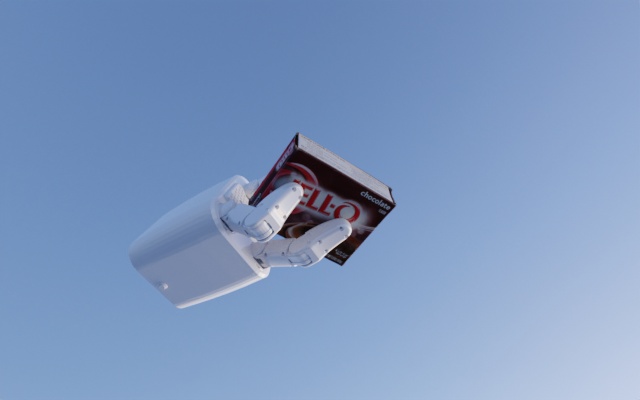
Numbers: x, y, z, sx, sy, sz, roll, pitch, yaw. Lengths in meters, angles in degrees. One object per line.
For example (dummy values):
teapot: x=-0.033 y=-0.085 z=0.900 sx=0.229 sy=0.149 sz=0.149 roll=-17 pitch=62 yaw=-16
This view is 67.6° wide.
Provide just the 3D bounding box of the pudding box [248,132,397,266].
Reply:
pudding box: x=0.000 y=0.001 z=0.455 sx=0.113 sy=0.090 sz=0.039 roll=27 pitch=30 yaw=-20
